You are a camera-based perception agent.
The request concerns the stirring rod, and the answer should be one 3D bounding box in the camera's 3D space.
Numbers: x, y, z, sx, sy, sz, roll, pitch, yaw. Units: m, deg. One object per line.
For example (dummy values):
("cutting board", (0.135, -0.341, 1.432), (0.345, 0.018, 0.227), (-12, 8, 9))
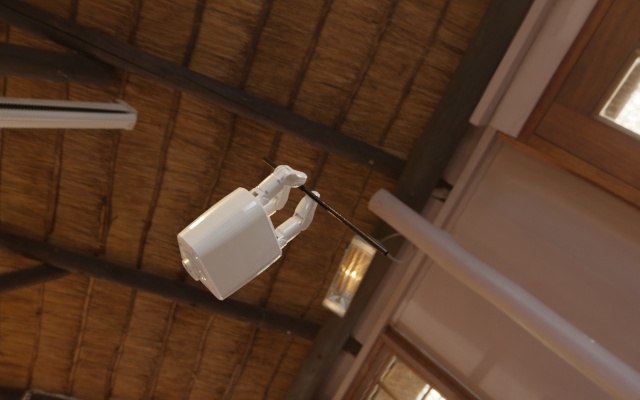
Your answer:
("stirring rod", (0.000, 0.002, 0.666), (0.239, 0.011, 0.011), (38, 19, 27))
